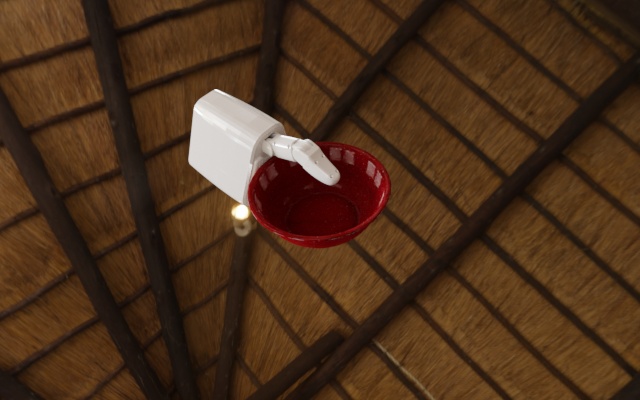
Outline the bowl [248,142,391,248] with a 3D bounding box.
[{"bbox_3d":[0.001,0.003,0.553,0.162,0.055,0.162,-3,44,3],"label":"bowl"}]
